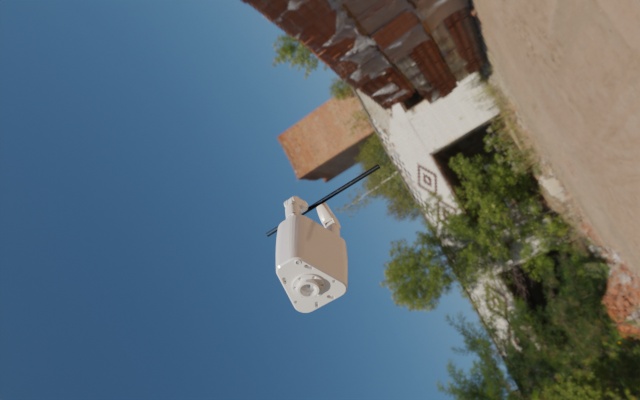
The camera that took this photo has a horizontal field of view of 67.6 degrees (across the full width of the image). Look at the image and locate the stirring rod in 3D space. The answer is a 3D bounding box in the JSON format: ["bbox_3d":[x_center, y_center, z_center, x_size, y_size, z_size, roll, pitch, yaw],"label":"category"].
[{"bbox_3d":[0.000,0.003,0.834,0.239,0.011,0.011,-32,-11,18],"label":"stirring rod"}]
